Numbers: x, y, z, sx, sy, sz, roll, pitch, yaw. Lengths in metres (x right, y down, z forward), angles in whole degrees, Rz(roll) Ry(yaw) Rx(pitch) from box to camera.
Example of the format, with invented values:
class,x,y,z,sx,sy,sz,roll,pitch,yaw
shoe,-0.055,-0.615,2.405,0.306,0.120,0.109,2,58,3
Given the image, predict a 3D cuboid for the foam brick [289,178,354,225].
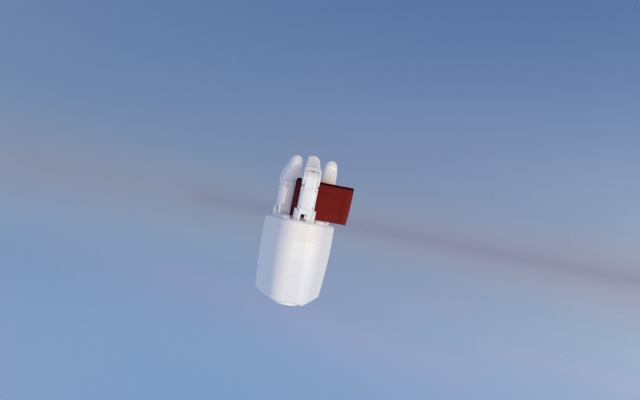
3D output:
class,x,y,z,sx,sy,sz,roll,pitch,yaw
foam brick,0.000,0.002,0.654,0.078,0.051,0.053,11,-2,-5
